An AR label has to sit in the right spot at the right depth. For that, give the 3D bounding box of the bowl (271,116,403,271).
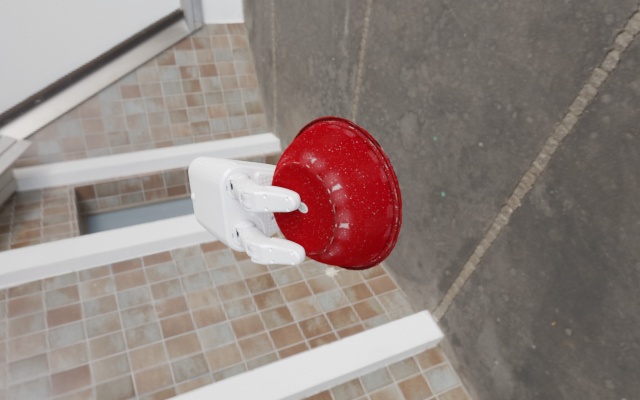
[{"bbox_3d":[0.001,0.002,0.470,0.055,0.162,0.162,-20,14,-42],"label":"bowl"}]
